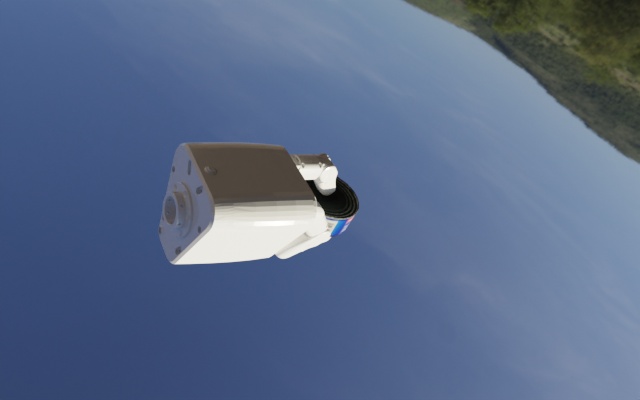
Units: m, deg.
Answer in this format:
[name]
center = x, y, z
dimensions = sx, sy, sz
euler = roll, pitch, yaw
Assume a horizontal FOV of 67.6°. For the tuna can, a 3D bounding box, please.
[tuna can]
center = 0.000, 0.002, 0.562
dimensions = 0.086, 0.034, 0.086
euler = 19, 36, -14
